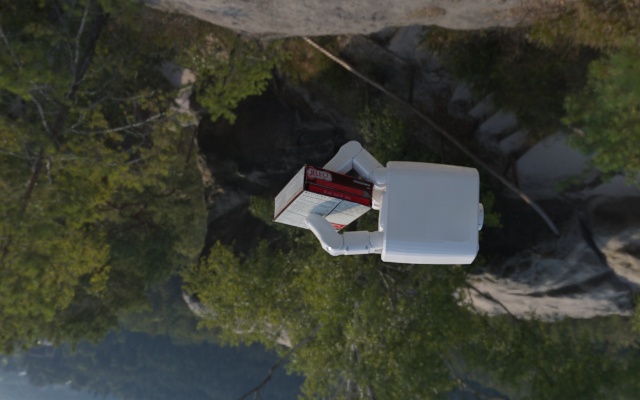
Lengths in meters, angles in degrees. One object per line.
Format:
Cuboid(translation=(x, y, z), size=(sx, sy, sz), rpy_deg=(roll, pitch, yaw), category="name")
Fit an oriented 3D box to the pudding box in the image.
Cuboid(translation=(0.000, 0.002, 0.590), size=(0.090, 0.039, 0.113), rpy_deg=(15, -28, -20), category="pudding box")
